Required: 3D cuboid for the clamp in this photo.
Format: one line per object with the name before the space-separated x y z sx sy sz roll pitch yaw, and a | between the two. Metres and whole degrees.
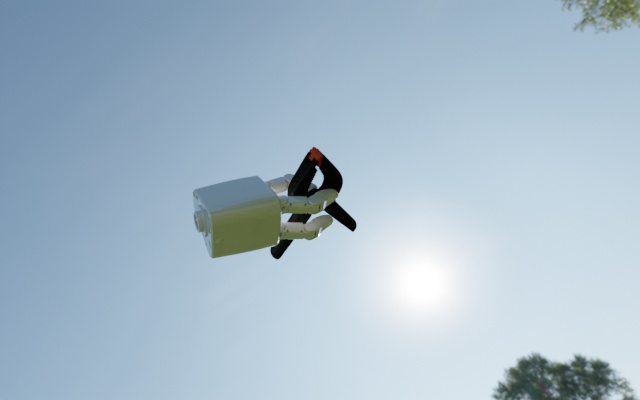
clamp | 0.000 0.002 0.784 0.164 0.210 0.036 -14 45 -25
